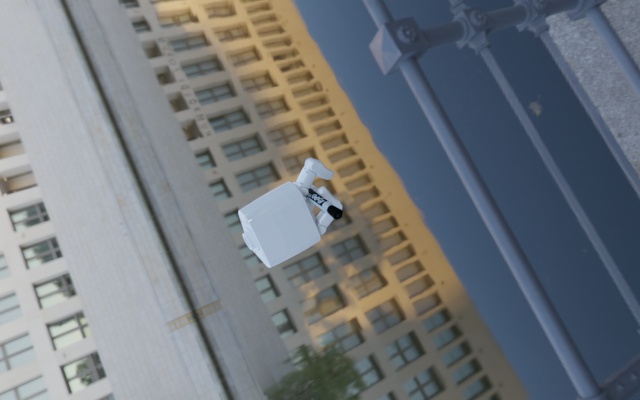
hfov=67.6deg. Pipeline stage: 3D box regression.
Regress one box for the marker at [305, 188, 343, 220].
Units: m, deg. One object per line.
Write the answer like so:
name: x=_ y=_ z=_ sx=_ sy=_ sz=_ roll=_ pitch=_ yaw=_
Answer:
marker: x=0.000 y=0.003 z=0.804 sx=0.020 sy=0.020 sz=0.121 roll=0 pitch=22 yaw=-33
